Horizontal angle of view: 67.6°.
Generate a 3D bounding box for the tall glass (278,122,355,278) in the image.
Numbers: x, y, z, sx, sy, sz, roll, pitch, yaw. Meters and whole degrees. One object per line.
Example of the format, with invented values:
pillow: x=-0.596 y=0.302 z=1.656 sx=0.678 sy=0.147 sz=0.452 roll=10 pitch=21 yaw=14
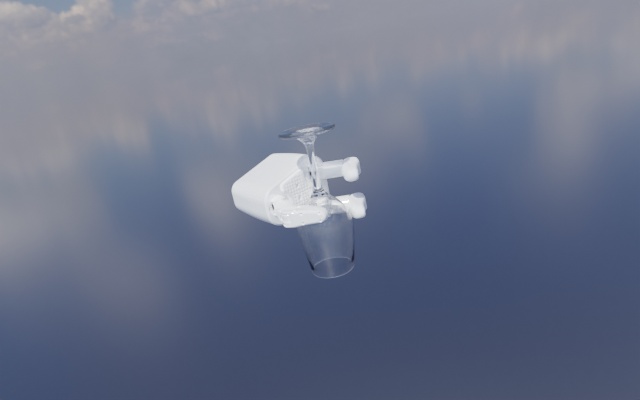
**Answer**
tall glass: x=0.000 y=0.002 z=0.642 sx=0.079 sy=0.201 sz=0.079 roll=-10 pitch=19 yaw=3
